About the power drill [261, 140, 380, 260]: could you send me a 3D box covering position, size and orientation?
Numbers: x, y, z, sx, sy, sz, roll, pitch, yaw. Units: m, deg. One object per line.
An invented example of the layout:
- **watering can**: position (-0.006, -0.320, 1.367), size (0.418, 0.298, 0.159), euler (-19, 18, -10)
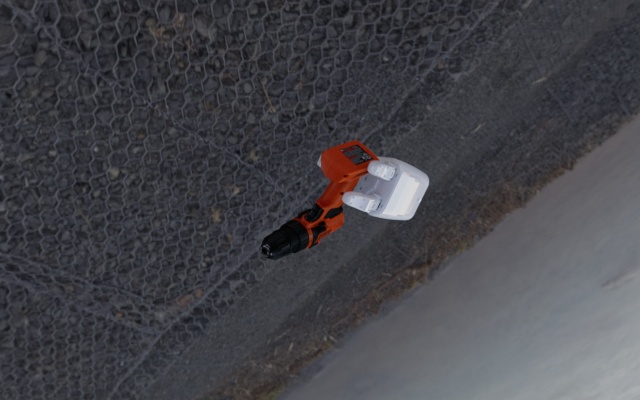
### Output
- **power drill**: position (0.001, 0.002, 0.733), size (0.057, 0.188, 0.184), euler (44, 38, 16)
